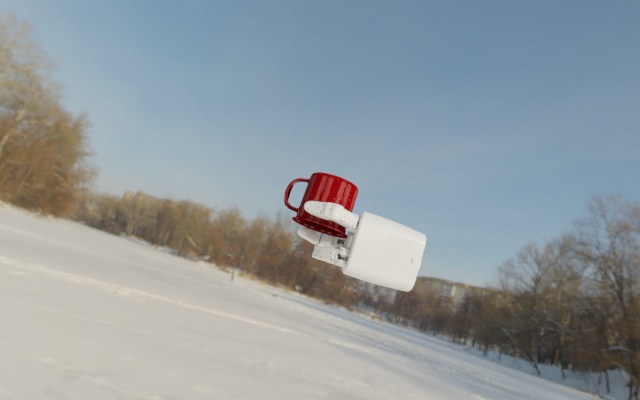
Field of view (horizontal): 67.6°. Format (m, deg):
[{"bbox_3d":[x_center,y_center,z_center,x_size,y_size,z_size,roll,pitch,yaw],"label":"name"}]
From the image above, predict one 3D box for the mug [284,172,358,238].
[{"bbox_3d":[-0.001,0.002,0.758,0.117,0.081,0.093,20,-11,-4],"label":"mug"}]
